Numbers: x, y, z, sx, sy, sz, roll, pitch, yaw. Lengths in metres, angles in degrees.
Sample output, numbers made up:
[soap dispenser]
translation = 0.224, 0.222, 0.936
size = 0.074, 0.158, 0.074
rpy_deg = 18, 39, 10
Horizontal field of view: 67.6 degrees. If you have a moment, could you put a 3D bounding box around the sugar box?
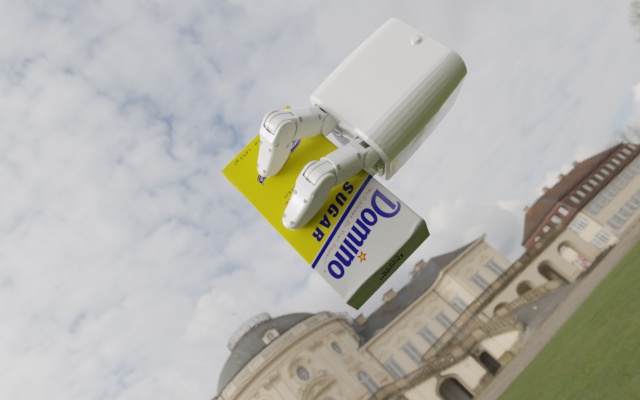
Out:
[sugar box]
translation = 0.000, 0.001, 0.424
size = 0.176, 0.093, 0.048
rpy_deg = 42, -3, 29
